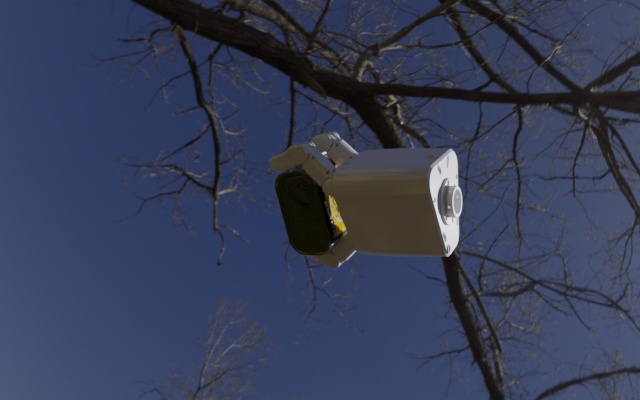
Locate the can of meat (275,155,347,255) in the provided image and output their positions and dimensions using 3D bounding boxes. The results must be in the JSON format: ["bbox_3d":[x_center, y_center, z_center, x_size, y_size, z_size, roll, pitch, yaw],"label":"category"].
[{"bbox_3d":[0.000,0.002,0.574,0.057,0.102,0.084,-3,19,35],"label":"can of meat"}]
